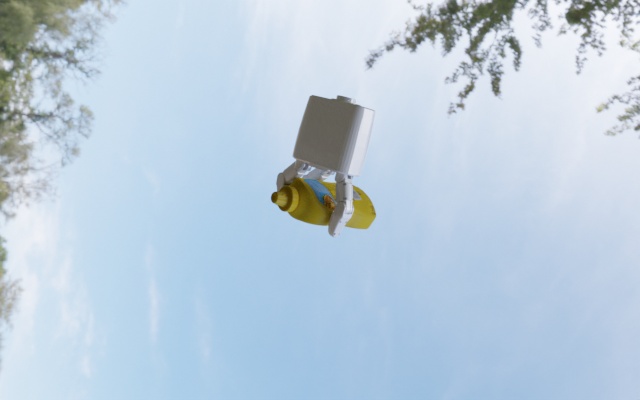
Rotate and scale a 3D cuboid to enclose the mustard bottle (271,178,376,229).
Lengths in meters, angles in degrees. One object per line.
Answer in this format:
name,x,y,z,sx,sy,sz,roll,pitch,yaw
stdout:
mustard bottle,0.000,0.003,0.788,0.191,0.058,0.096,7,36,-42
